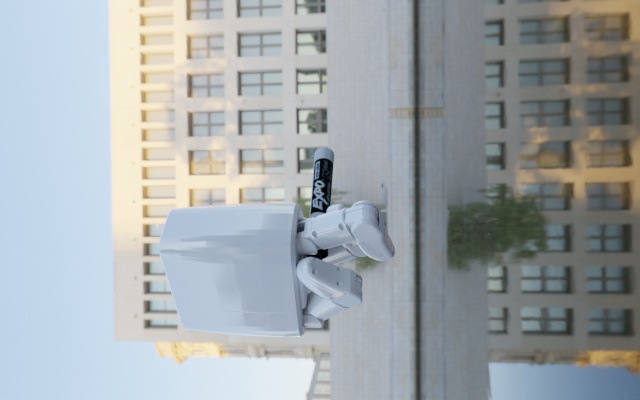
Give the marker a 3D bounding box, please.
[{"bbox_3d":[0.000,0.001,0.415,0.020,0.121,0.020,3,-41,2],"label":"marker"}]
